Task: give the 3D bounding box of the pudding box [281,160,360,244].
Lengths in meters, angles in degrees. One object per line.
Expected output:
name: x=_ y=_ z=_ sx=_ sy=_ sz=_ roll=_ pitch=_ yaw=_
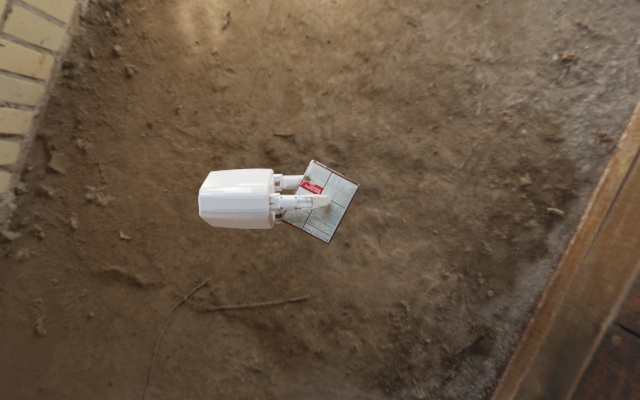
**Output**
pudding box: x=0.000 y=0.003 z=0.781 sx=0.090 sy=0.113 sz=0.039 roll=28 pitch=4 yaw=-3
